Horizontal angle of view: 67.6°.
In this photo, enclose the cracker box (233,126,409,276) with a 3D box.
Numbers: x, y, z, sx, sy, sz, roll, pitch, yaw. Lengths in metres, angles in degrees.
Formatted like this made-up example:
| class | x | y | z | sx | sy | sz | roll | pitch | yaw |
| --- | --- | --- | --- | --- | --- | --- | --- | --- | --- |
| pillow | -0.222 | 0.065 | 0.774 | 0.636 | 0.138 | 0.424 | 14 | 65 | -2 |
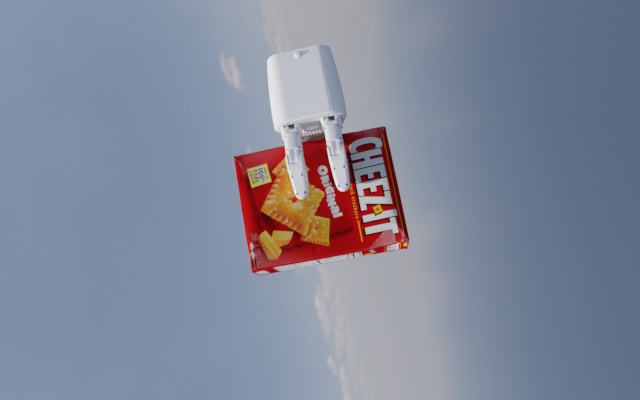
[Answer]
| class | x | y | z | sx | sy | sz | roll | pitch | yaw |
| --- | --- | --- | --- | --- | --- | --- | --- | --- | --- |
| cracker box | 0.000 | 0.002 | 0.655 | 0.214 | 0.164 | 0.072 | -11 | -13 | 4 |
